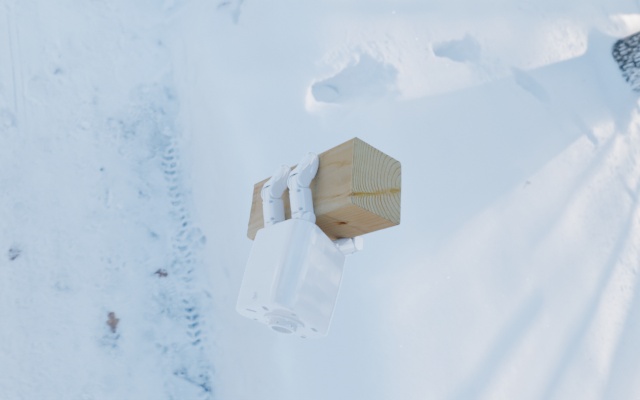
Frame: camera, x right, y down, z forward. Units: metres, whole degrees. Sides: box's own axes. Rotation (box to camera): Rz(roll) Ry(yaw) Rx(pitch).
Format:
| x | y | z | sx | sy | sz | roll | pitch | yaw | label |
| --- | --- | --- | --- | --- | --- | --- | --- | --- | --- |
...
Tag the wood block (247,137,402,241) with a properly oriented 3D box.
| x | y | z | sx | sy | sz | roll | pitch | yaw | label |
| --- | --- | --- | --- | --- | --- | --- | --- | --- | --- |
| 0.000 | 0.003 | 0.646 | 0.091 | 0.090 | 0.206 | 24 | -30 | -37 | wood block |
